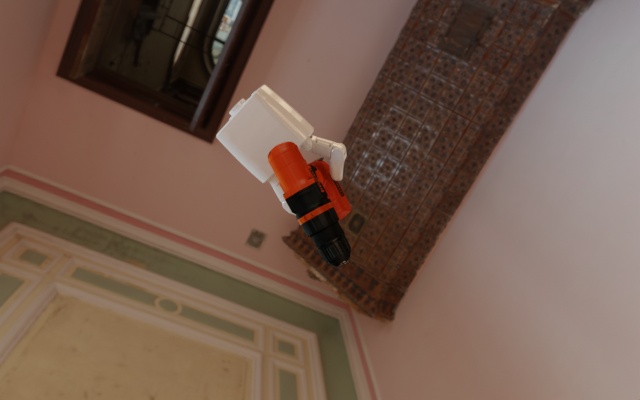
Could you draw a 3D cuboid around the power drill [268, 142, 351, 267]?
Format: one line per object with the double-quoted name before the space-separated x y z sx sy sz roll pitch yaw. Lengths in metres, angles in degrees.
"power drill" 0.000 0.002 0.713 0.057 0.184 0.187 -28 -3 9
